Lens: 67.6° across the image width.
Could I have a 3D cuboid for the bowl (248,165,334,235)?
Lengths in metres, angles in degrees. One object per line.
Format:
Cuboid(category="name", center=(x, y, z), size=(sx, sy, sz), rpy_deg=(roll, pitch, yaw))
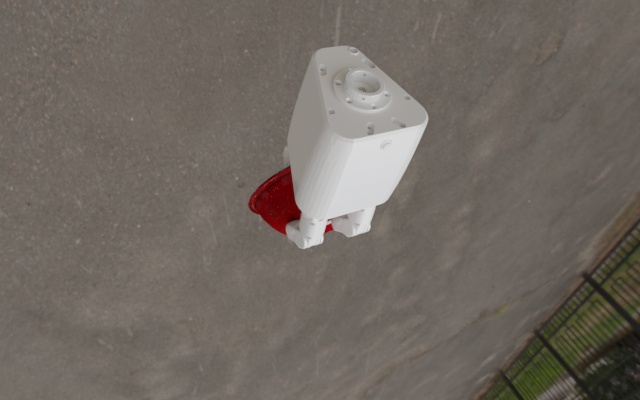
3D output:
Cuboid(category="bowl", center=(0.000, 0.003, 0.564), size=(0.162, 0.055, 0.162), rpy_deg=(-21, -16, -7))
